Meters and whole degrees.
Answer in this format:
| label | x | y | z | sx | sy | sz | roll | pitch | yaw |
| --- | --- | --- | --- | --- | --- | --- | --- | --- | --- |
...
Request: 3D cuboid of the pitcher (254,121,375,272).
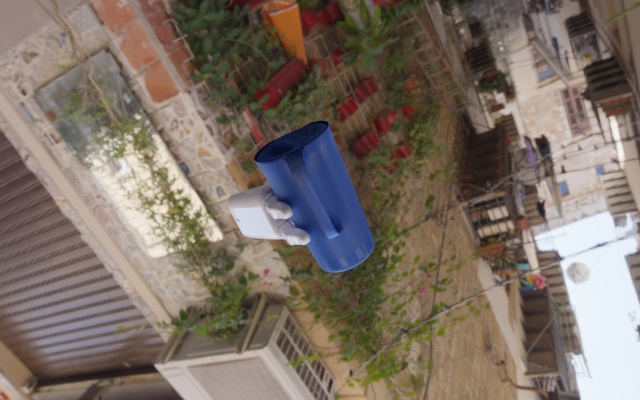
| label | x | y | z | sx | sy | sz | roll | pitch | yaw |
| --- | --- | --- | --- | --- | --- | --- | --- | --- | --- |
| pitcher | 0.000 | 0.003 | 0.798 | 0.145 | 0.243 | 0.149 | -4 | 31 | 44 |
